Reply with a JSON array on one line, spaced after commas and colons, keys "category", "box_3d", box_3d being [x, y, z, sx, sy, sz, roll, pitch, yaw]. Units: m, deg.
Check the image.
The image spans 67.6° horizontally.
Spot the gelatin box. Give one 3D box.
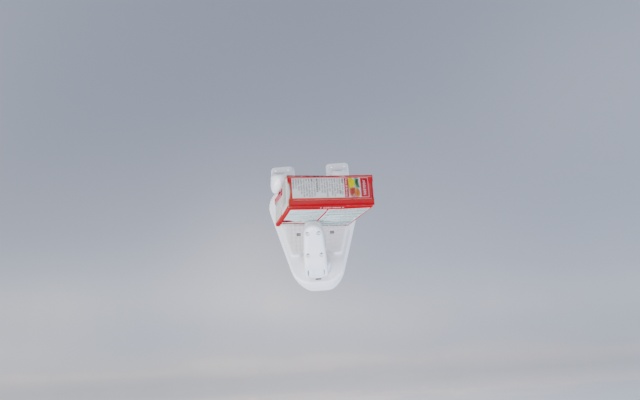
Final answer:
[{"category": "gelatin box", "box_3d": [0.000, 0.002, 0.428, 0.073, 0.030, 0.089, -1, -13, -12]}]
